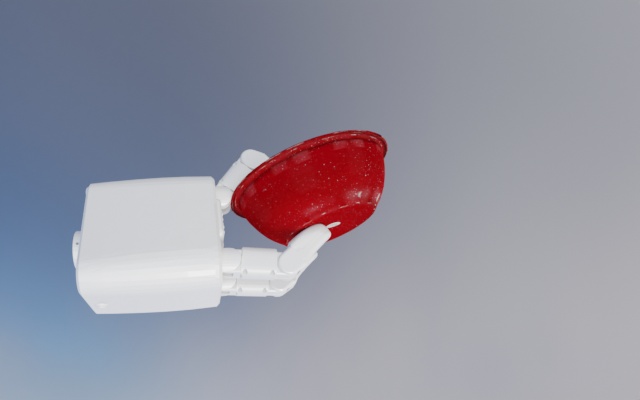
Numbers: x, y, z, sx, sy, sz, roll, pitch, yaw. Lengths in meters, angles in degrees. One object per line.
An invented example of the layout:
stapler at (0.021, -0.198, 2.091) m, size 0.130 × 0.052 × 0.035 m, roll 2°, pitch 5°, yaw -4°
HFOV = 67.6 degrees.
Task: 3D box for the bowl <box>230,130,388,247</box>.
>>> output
bowl at (0.001, 0.001, 0.455) m, size 0.162 × 0.055 × 0.162 m, roll -21°, pitch -19°, yaw -8°
